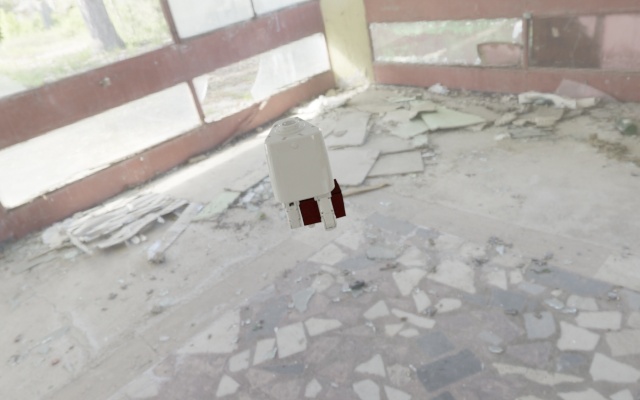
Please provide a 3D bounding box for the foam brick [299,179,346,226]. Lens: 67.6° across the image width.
[{"bbox_3d":[0.000,0.003,0.827,0.078,0.051,0.053,-13,29,-3],"label":"foam brick"}]
